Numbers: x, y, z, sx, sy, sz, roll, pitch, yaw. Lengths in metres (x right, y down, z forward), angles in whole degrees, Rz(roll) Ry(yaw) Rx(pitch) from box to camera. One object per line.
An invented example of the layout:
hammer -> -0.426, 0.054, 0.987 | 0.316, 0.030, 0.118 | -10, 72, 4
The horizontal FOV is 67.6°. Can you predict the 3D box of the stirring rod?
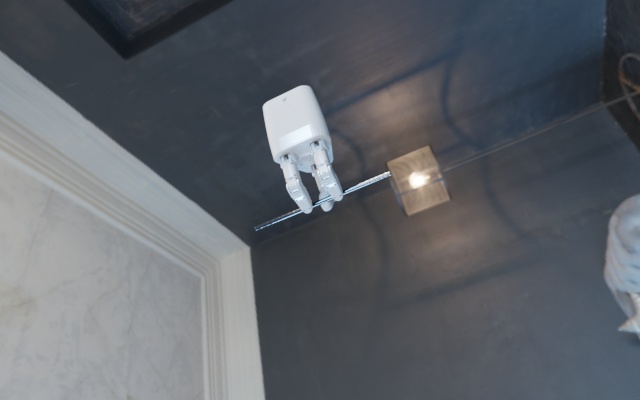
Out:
stirring rod -> 0.000, 0.002, 0.771 | 0.239, 0.011, 0.011 | -22, -6, 14
